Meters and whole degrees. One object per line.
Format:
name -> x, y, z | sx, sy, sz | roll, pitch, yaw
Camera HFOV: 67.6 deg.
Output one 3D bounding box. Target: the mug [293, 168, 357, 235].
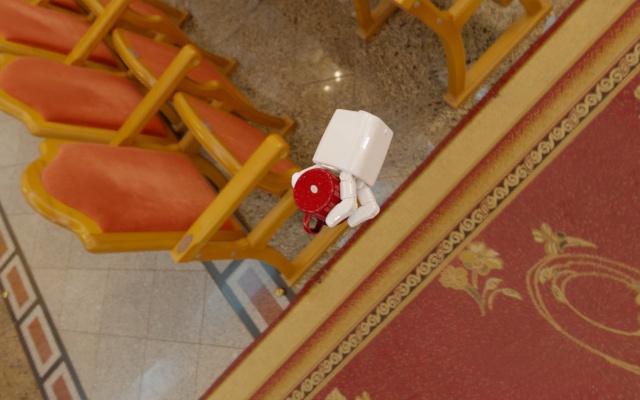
mug -> -0.001, 0.004, 0.835 | 0.093, 0.117, 0.081 | 22, -3, 32
